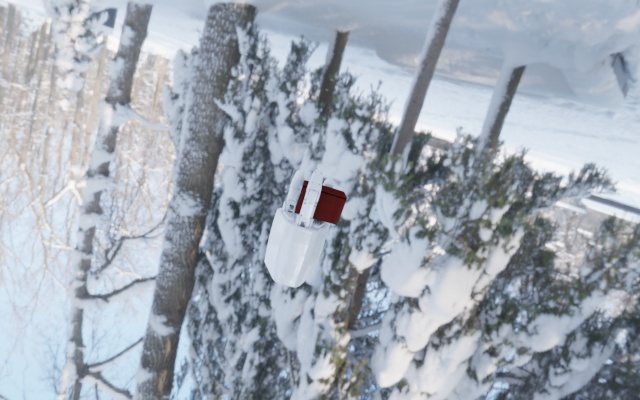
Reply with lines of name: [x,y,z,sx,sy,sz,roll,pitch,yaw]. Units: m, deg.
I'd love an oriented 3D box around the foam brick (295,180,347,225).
foam brick: [0.000,0.003,0.827,0.078,0.051,0.053,16,12,-4]
